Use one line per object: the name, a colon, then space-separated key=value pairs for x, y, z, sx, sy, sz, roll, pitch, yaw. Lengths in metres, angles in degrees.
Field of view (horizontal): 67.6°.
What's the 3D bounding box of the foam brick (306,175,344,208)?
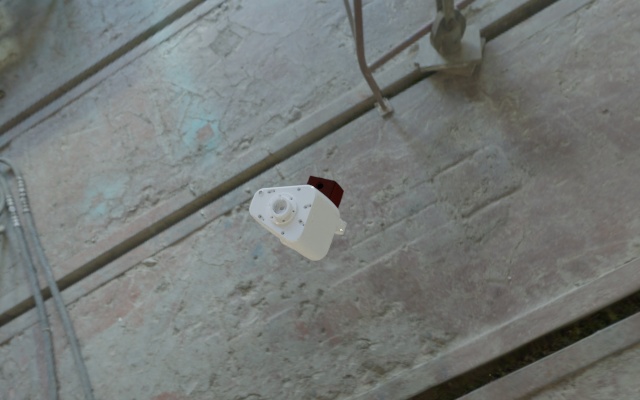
foam brick: x=0.000 y=0.003 z=0.845 sx=0.053 sy=0.078 sz=0.051 roll=13 pitch=-14 yaw=25
